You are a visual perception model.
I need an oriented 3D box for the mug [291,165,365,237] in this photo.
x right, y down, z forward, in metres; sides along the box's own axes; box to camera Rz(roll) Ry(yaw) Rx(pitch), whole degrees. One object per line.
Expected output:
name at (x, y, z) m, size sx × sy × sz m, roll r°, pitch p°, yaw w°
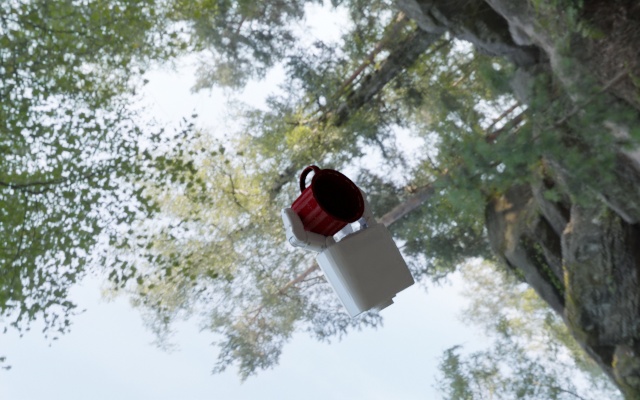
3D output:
mug at (-0.001, 0.001, 0.725) m, size 0.093 × 0.117 × 0.081 m, roll -13°, pitch -22°, yaw -42°
